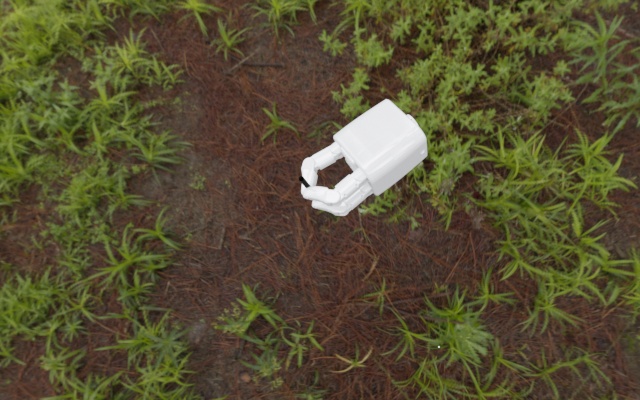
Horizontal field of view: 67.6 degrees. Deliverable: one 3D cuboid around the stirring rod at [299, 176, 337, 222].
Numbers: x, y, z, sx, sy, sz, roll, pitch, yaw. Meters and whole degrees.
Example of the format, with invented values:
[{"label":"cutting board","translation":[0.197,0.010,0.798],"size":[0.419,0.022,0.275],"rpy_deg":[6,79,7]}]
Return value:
[{"label":"stirring rod","translation":[0.000,0.003,0.801],"size":[0.011,0.011,0.240],"rpy_deg":[0,-17,14]}]
